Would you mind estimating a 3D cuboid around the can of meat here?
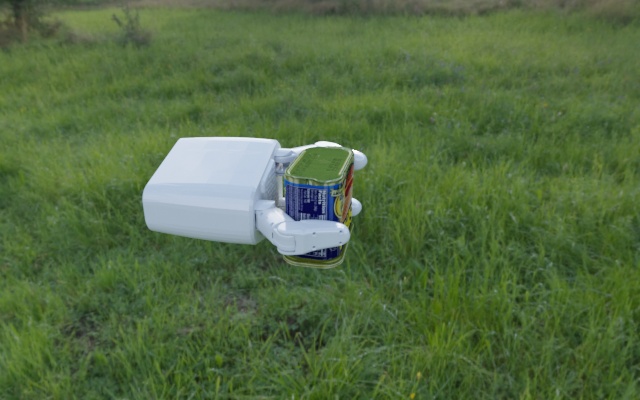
[{"bbox_3d":[0.000,0.001,0.452,0.057,0.084,0.102,5,24,11],"label":"can of meat"}]
